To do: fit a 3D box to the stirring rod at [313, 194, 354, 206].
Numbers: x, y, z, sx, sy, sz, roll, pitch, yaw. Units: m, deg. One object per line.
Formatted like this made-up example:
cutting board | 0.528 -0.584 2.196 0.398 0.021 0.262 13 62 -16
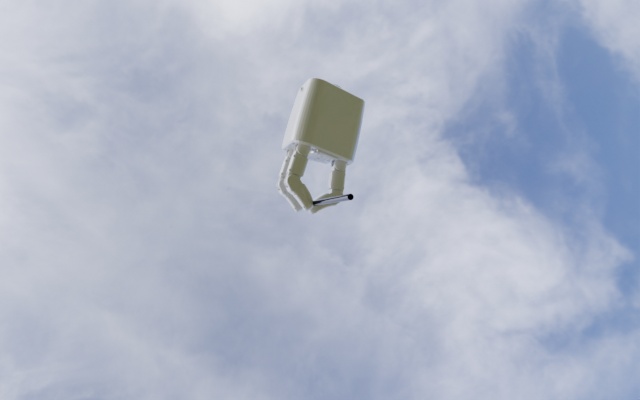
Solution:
stirring rod | 0.000 0.002 0.685 0.011 0.011 0.239 0 -3 -17
